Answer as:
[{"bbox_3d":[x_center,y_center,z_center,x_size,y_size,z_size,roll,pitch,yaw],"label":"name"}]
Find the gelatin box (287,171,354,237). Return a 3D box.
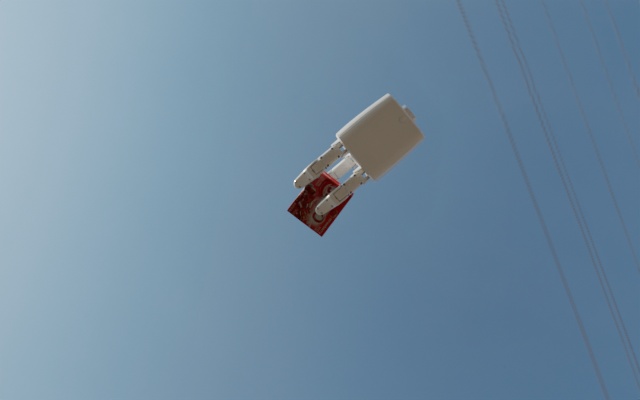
[{"bbox_3d":[0.000,0.003,0.786,0.073,0.089,0.030,37,14,0],"label":"gelatin box"}]
